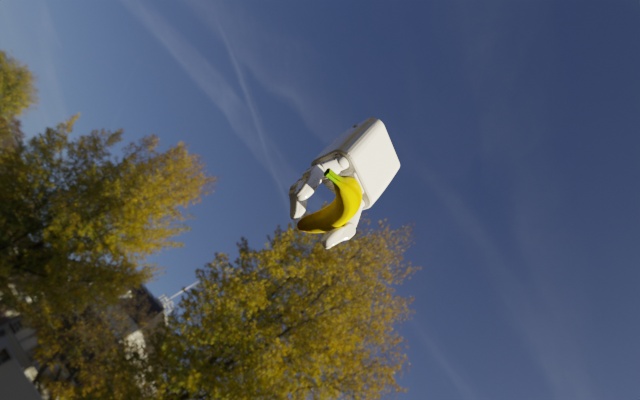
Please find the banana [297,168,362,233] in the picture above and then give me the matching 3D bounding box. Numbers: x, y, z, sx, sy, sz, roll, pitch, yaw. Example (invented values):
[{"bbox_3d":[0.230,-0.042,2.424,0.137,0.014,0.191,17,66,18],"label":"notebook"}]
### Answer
[{"bbox_3d":[0.018,0.009,0.705,0.069,0.037,0.198,27,-30,-1],"label":"banana"}]
